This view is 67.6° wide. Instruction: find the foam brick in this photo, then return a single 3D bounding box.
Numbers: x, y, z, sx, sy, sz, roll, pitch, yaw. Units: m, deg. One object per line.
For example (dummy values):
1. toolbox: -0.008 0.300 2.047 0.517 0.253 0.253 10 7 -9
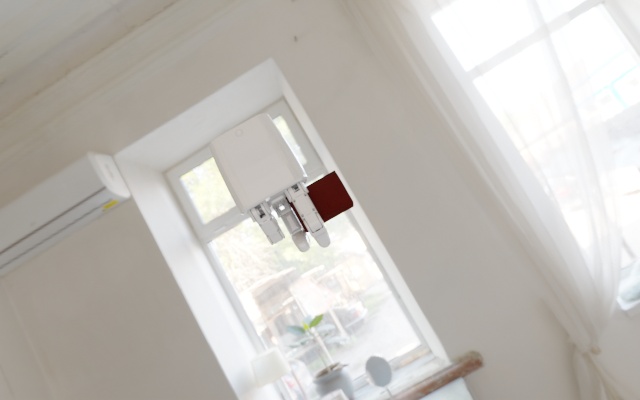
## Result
1. foam brick: 0.000 0.002 0.653 0.078 0.051 0.053 -29 -9 -2
